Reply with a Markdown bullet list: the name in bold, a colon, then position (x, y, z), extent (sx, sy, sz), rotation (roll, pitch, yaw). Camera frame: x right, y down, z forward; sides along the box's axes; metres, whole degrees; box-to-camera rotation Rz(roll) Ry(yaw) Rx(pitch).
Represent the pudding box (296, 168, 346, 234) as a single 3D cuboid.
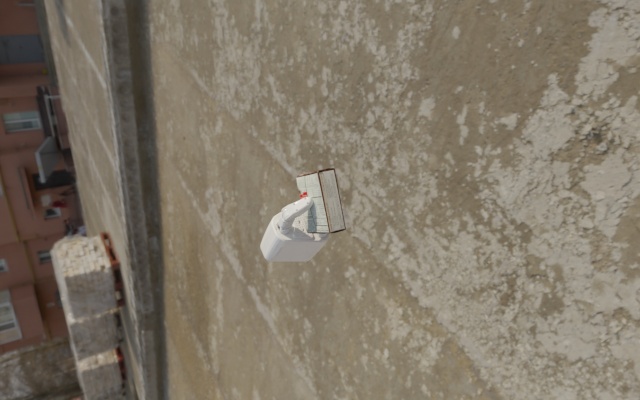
- **pudding box**: position (0.000, 0.003, 0.857), extent (0.039, 0.113, 0.090), rotation (-14, 4, -29)
